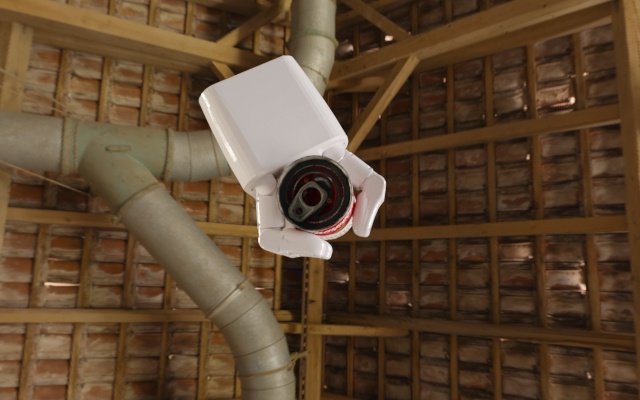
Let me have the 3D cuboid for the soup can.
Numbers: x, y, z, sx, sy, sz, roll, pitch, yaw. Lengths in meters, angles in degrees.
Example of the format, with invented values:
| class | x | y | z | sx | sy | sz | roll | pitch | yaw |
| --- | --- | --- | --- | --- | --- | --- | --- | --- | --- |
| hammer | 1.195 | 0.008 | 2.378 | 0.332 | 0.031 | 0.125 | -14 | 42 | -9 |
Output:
| class | x | y | z | sx | sy | sz | roll | pitch | yaw |
| --- | --- | --- | --- | --- | --- | --- | --- | --- | --- |
| soup can | 0.000 | 0.002 | 0.465 | 0.068 | 0.068 | 0.102 | 0 | -10 | 7 |
